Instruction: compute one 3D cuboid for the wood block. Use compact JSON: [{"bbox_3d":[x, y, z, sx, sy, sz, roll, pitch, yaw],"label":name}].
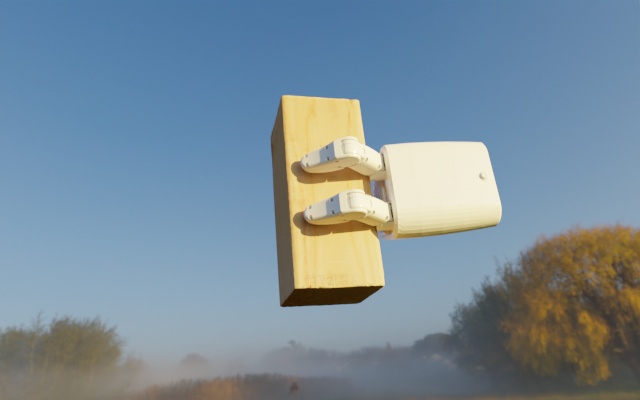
[{"bbox_3d":[0.000,0.002,0.512,0.090,0.206,0.091,0,-23,-13],"label":"wood block"}]
